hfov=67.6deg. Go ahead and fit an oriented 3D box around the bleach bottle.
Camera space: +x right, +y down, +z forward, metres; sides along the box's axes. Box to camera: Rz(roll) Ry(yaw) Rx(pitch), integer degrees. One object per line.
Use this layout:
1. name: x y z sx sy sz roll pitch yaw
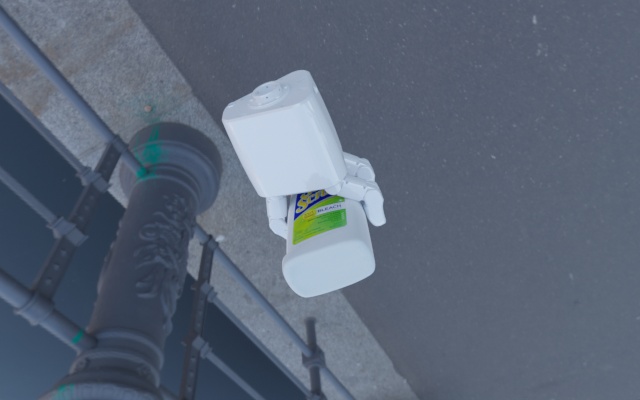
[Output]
1. bleach bottle: 0.000 0.002 0.612 0.102 0.068 0.250 -20 36 8
